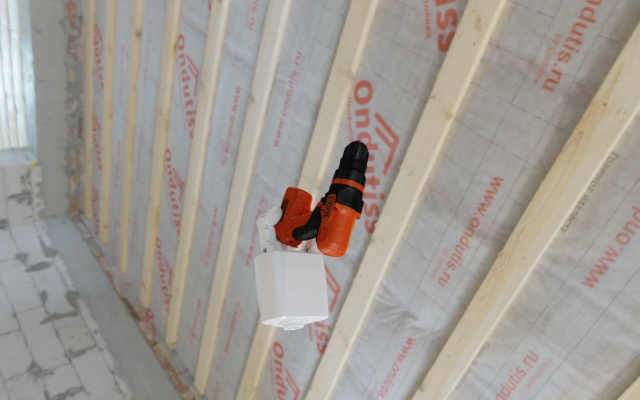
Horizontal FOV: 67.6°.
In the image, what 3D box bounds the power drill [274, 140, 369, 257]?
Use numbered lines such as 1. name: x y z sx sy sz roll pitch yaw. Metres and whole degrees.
1. power drill: 0.000 0.003 0.770 0.057 0.184 0.187 26 -20 -25
